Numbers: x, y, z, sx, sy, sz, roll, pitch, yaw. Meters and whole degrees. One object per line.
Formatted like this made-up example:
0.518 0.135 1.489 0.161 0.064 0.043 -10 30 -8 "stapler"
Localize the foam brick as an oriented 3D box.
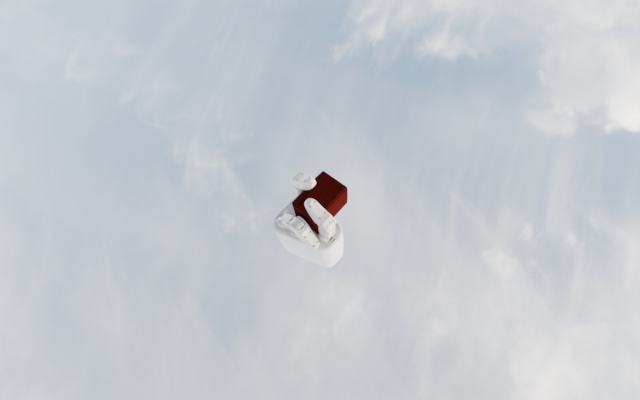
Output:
0.000 0.002 0.771 0.053 0.078 0.051 38 -17 21 "foam brick"
